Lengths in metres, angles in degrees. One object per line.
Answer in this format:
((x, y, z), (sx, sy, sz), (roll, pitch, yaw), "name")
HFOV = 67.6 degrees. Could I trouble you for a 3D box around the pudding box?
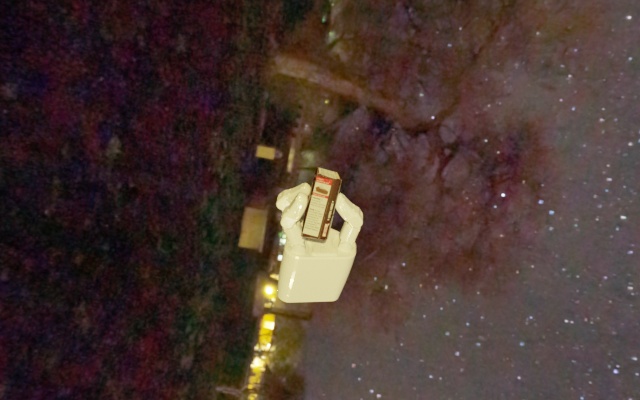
((0.000, 0.002, 0.686), (0.039, 0.090, 0.113), (13, 7, -4), "pudding box")
